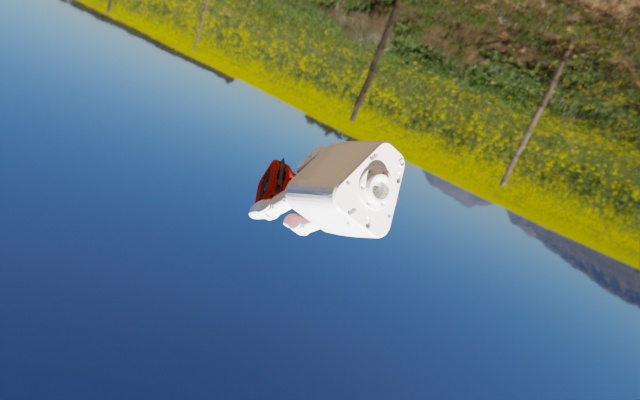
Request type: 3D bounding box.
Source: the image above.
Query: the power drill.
[{"bbox_3d":[0.000,0.002,0.722,0.187,0.057,0.184,11,-23,-16],"label":"power drill"}]
